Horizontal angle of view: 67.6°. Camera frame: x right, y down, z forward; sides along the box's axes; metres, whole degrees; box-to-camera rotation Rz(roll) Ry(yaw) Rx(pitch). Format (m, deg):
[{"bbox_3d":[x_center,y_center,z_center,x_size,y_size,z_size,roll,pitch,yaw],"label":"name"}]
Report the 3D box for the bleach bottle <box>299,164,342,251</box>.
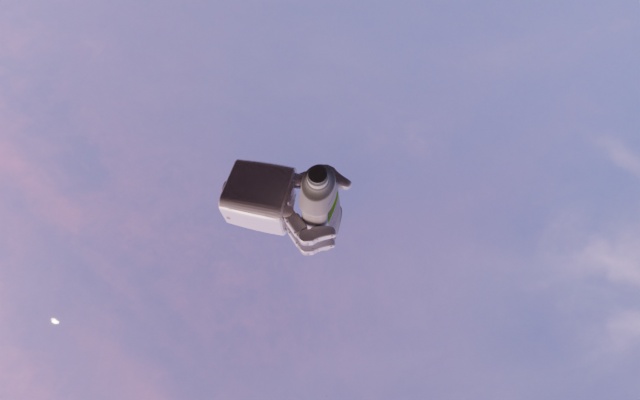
[{"bbox_3d":[0.000,0.003,0.792,0.068,0.102,0.251,12,-22,6],"label":"bleach bottle"}]
